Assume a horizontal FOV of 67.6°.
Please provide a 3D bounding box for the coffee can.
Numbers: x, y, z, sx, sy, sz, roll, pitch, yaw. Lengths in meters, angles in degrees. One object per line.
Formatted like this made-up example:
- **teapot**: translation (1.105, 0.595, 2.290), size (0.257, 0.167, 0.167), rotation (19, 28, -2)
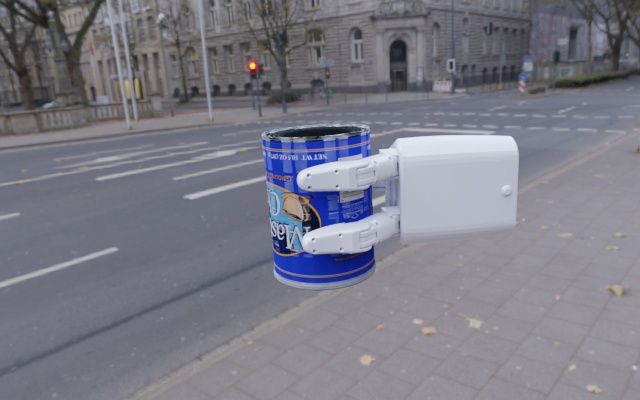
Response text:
- **coffee can**: translation (0.000, 0.002, 0.463), size (0.103, 0.140, 0.102), rotation (-4, 15, 1)
